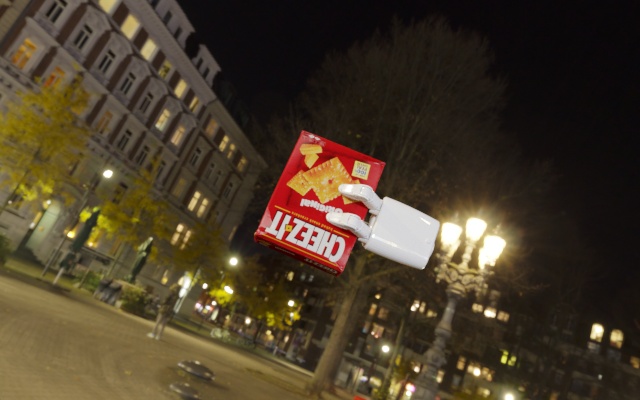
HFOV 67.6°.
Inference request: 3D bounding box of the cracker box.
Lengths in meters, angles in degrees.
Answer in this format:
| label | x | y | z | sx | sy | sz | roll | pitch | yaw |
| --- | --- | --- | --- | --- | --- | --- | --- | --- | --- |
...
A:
| label | x | y | z | sx | sy | sz | roll | pitch | yaw |
| --- | --- | --- | --- | --- | --- | --- | --- | --- | --- |
| cracker box | 0.000 | 0.003 | 0.848 | 0.164 | 0.213 | 0.072 | 23 | -17 | 1 |
